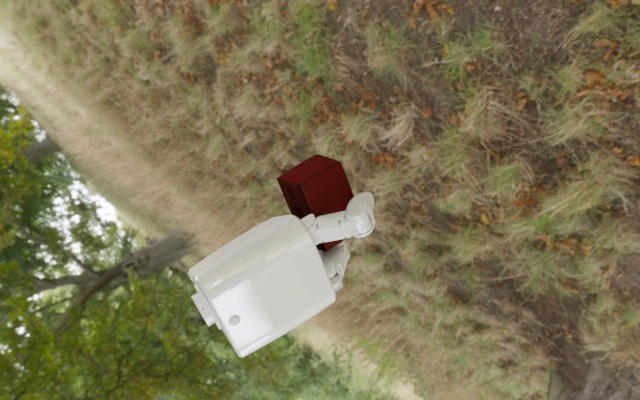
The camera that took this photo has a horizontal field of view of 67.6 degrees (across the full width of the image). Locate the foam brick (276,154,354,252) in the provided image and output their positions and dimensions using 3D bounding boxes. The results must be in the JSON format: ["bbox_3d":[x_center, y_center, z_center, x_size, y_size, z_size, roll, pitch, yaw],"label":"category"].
[{"bbox_3d":[0.000,0.001,0.480,0.051,0.078,0.053,-30,23,-19],"label":"foam brick"}]
